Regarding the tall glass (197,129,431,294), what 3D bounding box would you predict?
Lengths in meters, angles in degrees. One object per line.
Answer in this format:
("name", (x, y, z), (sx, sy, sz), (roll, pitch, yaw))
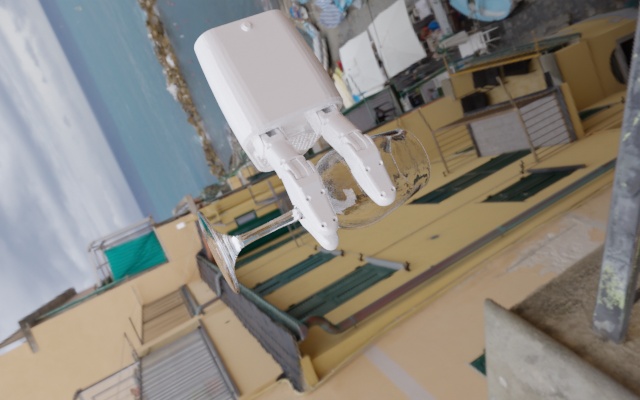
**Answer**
("tall glass", (0.000, 0.002, 0.421), (0.201, 0.079, 0.079), (-26, 9, -19))
